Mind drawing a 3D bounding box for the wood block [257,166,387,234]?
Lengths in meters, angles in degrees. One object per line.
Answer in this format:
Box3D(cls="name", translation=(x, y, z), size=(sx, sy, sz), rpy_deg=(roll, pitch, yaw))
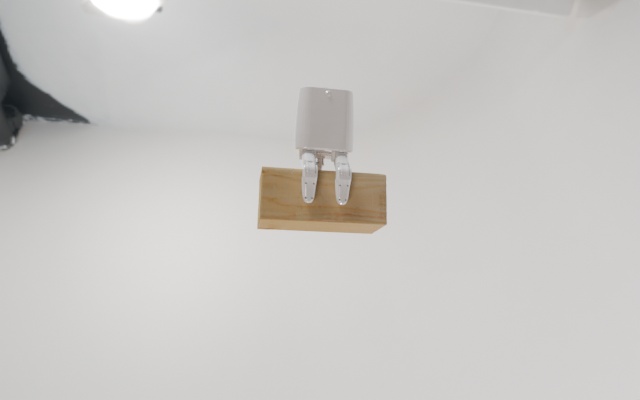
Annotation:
Box3D(cls="wood block", translation=(0.000, 0.002, 0.810), size=(0.206, 0.090, 0.091), rpy_deg=(3, -14, -10))
